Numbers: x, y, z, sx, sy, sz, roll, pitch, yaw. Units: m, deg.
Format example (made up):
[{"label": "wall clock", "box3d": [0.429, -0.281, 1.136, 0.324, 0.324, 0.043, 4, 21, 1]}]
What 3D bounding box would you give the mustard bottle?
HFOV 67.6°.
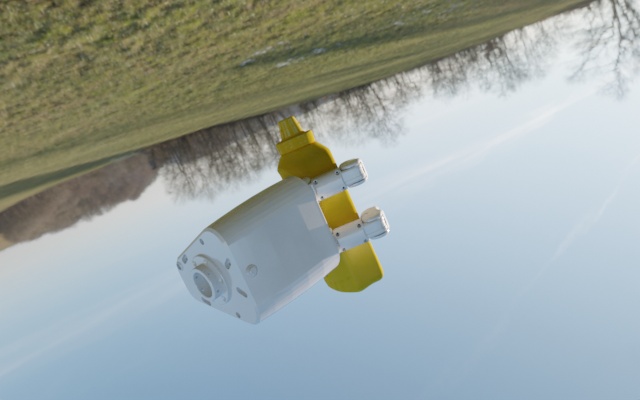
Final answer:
[{"label": "mustard bottle", "box3d": [0.000, 0.002, 0.514, 0.058, 0.191, 0.096, -27, 11, -17]}]
